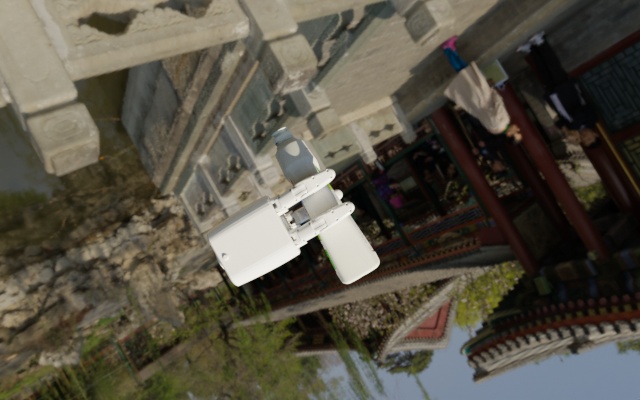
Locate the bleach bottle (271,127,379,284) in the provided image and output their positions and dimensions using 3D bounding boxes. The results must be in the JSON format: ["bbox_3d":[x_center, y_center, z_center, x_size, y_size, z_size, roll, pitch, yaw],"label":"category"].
[{"bbox_3d":[0.000,0.002,0.736,0.068,0.251,0.102,-30,-3,1],"label":"bleach bottle"}]
